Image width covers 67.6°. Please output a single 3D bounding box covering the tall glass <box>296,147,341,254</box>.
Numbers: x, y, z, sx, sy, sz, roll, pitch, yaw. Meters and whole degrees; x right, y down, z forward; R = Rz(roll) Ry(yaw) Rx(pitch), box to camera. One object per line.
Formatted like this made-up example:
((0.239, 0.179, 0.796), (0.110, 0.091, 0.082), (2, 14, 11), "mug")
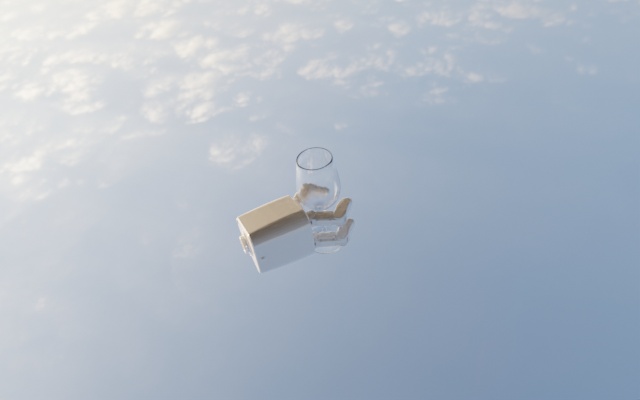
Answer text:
((0.000, 0.003, 0.860), (0.079, 0.201, 0.079), (-4, 42, 4), "tall glass")
